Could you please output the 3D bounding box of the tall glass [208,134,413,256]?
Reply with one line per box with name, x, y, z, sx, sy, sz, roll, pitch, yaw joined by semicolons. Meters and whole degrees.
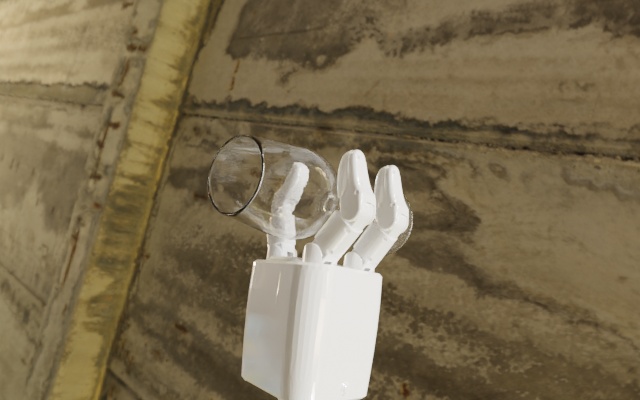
tall glass;0.000;0.001;0.423;0.079;0.079;0.201;0;-12;41
